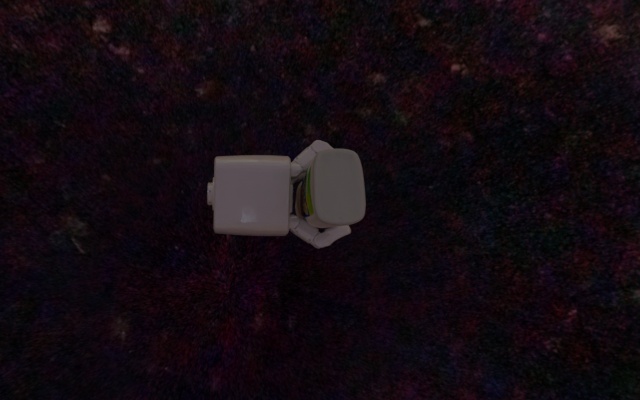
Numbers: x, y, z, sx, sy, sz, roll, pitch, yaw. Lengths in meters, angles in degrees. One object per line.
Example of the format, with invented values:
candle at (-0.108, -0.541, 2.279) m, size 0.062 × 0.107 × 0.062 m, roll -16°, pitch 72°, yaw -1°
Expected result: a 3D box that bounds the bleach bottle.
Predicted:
bleach bottle at (0.000, 0.002, 0.714) m, size 0.068 × 0.102 × 0.251 m, roll -1°, pitch -10°, yaw -11°
